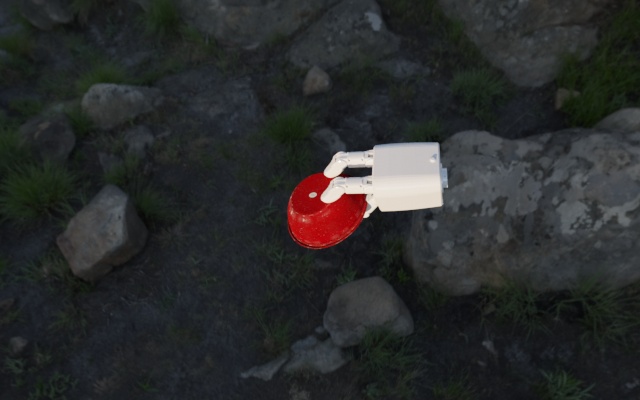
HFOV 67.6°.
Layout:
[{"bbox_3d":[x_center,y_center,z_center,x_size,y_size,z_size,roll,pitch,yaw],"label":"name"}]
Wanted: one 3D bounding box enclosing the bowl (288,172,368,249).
[{"bbox_3d":[-0.001,0.003,0.852,0.162,0.162,0.055,0,-33,33],"label":"bowl"}]
